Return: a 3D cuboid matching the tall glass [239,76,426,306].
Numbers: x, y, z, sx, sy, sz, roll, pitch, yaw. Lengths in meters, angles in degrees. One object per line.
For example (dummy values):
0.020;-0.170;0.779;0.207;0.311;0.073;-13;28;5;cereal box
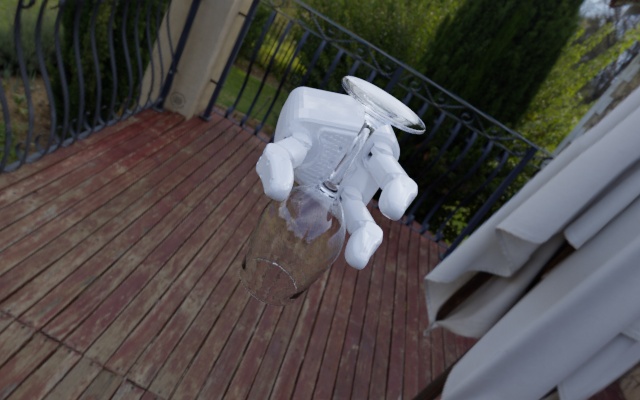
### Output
0.000;0.001;0.405;0.079;0.201;0.079;26;27;-14;tall glass
